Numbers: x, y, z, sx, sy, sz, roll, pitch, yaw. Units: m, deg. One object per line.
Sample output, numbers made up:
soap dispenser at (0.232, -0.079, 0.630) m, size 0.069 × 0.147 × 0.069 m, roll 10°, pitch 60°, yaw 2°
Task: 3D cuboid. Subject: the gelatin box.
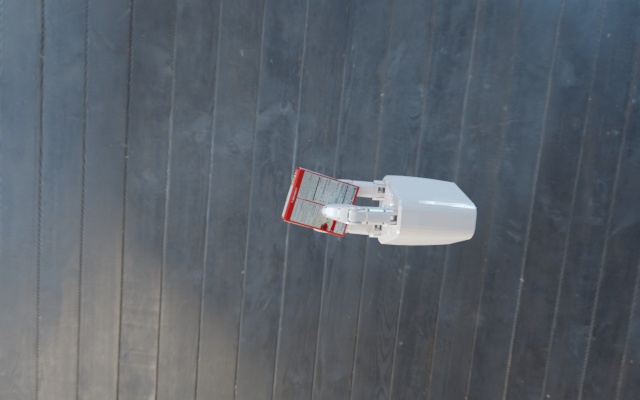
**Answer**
gelatin box at (0.000, 0.002, 0.649) m, size 0.089 × 0.073 × 0.030 m, roll 16°, pitch 4°, yaw -13°
